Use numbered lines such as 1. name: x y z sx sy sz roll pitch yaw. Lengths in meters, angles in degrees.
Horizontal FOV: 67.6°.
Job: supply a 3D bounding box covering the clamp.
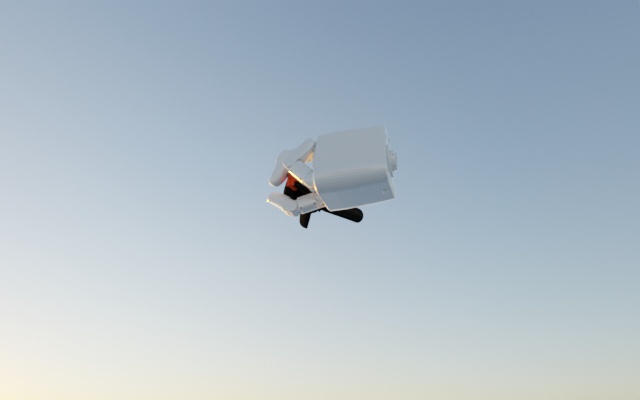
1. clamp: 0.000 0.002 0.795 0.120 0.039 0.171 -9 -27 14
